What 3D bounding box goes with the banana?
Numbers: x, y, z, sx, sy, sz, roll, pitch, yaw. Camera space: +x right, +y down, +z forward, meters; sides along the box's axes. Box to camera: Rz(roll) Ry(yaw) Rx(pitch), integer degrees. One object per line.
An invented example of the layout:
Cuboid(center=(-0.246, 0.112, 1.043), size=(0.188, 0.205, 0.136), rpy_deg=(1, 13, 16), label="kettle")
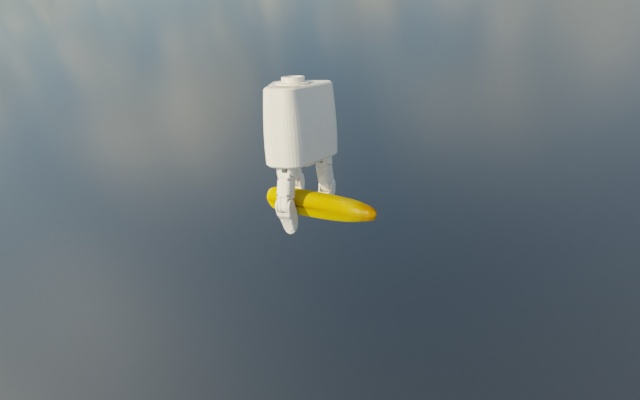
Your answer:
Cuboid(center=(-0.015, 0.003, 0.694), size=(0.198, 0.037, 0.069), rpy_deg=(11, 9, 40), label="banana")
